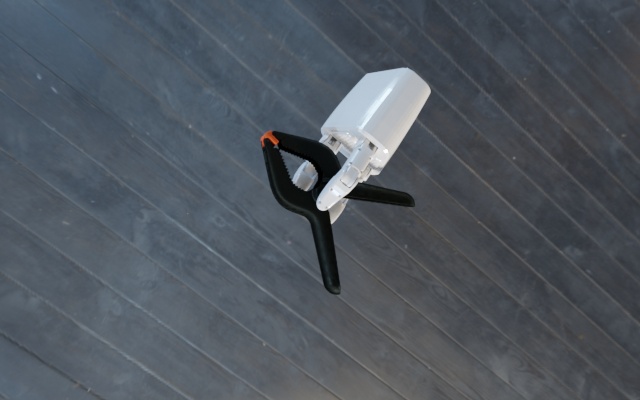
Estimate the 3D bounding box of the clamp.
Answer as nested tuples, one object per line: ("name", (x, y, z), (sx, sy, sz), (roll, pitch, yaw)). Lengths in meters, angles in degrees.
("clamp", (0.000, 0.001, 0.590), (0.210, 0.164, 0.036), (39, -15, -11))
